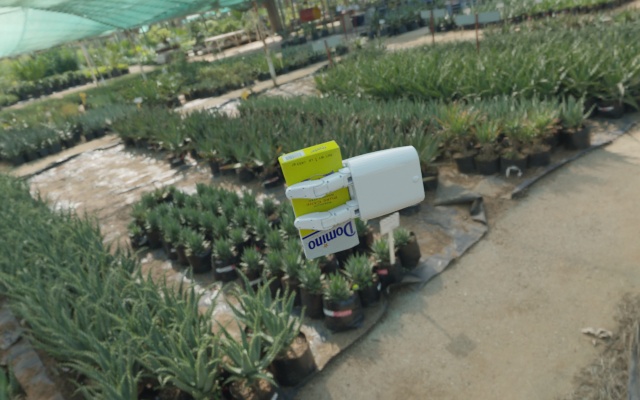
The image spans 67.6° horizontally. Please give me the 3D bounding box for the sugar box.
[{"bbox_3d":[0.000,0.003,0.763,0.093,0.176,0.048,-16,23,-4],"label":"sugar box"}]
